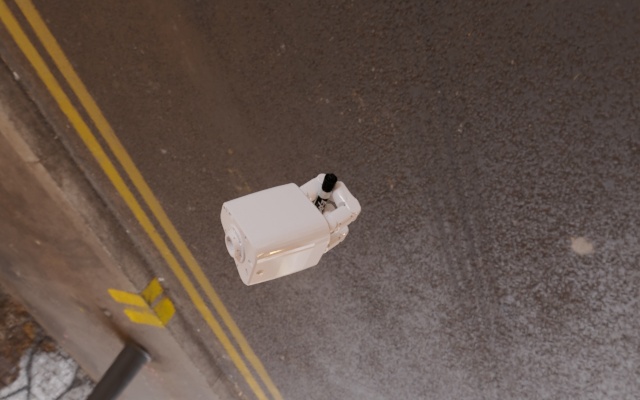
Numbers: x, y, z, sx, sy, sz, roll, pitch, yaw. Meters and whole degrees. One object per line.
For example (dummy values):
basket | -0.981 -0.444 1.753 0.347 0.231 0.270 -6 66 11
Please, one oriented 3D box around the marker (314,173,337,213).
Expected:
marker | 0.000 0.002 0.695 0.020 0.020 0.121 0 -36 -19
